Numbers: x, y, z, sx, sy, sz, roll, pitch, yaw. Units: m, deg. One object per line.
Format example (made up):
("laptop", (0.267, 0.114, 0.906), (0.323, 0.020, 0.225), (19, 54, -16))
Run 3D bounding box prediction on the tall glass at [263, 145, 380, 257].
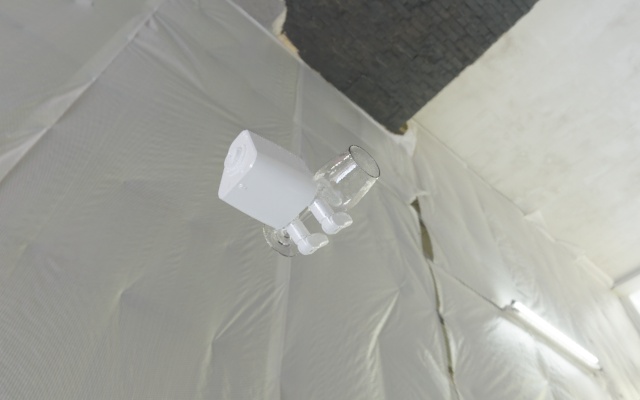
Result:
("tall glass", (0.000, 0.003, 0.733), (0.201, 0.079, 0.079), (-42, -24, 29))
